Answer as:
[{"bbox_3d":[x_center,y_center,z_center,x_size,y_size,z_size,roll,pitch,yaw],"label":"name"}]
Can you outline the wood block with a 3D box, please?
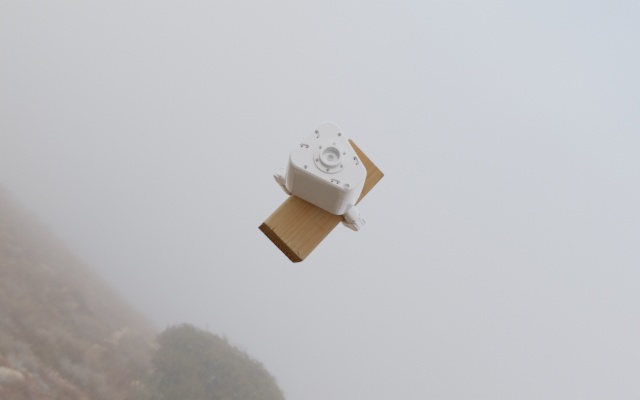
[{"bbox_3d":[0.001,0.003,0.824,0.206,0.091,0.090,-45,3,-16],"label":"wood block"}]
